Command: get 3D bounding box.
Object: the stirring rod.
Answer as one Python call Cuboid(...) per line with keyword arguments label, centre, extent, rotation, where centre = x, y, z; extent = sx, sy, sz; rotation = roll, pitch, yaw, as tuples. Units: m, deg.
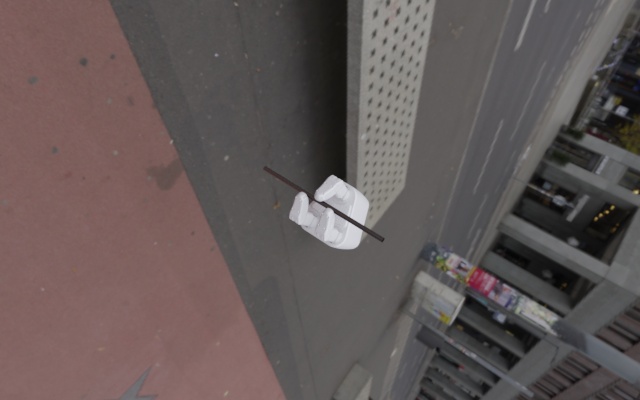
Cuboid(label="stirring rod", centre=(0.000, 0.002, 0.771), extent=(0.239, 0.011, 0.011), rotation=(31, 13, 22))
